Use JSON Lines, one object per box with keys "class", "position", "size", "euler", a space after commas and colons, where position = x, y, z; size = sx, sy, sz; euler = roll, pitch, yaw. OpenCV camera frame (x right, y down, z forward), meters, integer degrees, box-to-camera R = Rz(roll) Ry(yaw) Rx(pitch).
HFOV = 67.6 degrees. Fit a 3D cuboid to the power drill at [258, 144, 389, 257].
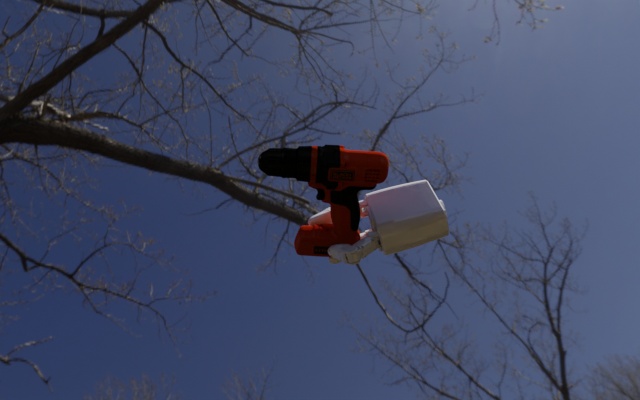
{"class": "power drill", "position": [0.000, 0.003, 0.716], "size": [0.184, 0.188, 0.057], "euler": [4, 41, -1]}
